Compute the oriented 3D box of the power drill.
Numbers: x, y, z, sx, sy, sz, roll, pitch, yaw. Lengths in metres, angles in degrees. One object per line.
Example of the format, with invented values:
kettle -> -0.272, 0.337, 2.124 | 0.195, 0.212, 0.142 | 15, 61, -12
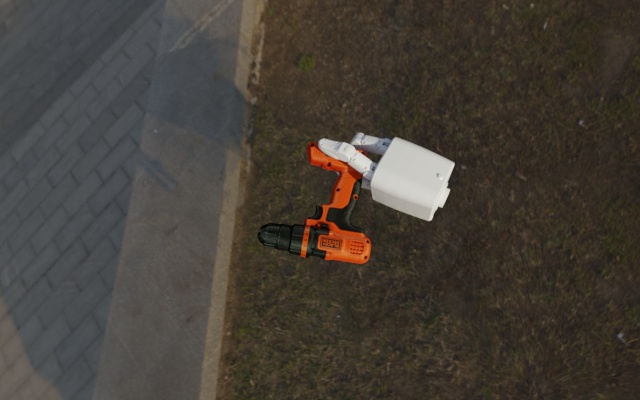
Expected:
power drill -> 0.000, 0.002, 0.786 | 0.184, 0.187, 0.057 | 10, -8, -2
